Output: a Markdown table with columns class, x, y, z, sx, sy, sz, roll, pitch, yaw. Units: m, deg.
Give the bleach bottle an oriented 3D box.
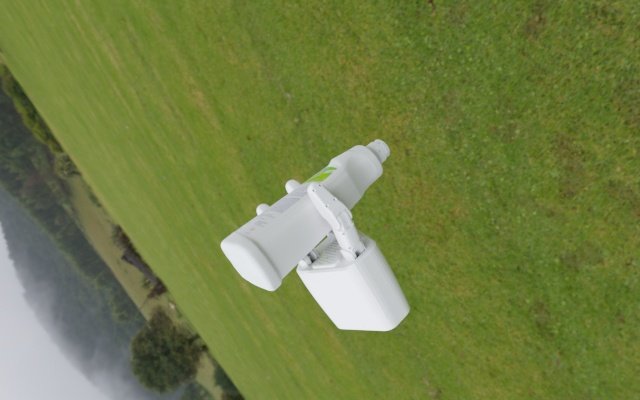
| class | x | y | z | sx | sy | sz | roll | pitch | yaw |
| --- | --- | --- | --- | --- | --- | --- | --- | --- | --- |
| bleach bottle | 0.000 | 0.002 | 0.594 | 0.250 | 0.068 | 0.102 | -40 | 20 | -23 |
